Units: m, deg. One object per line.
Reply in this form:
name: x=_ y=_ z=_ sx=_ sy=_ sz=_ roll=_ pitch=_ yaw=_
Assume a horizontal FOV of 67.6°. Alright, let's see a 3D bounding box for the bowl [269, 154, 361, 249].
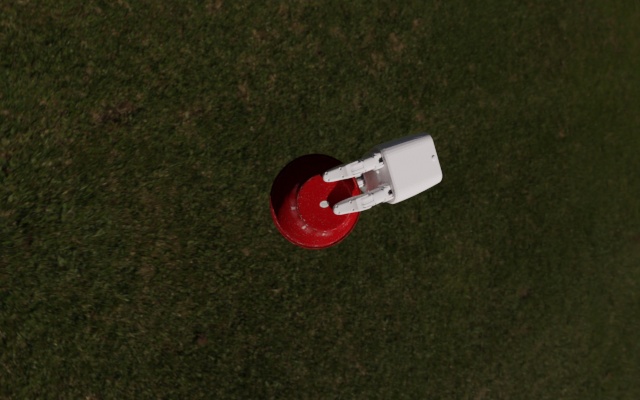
bowl: x=-0.001 y=0.003 z=0.781 sx=0.162 sy=0.162 sz=0.055 roll=0 pitch=2 yaw=-16
